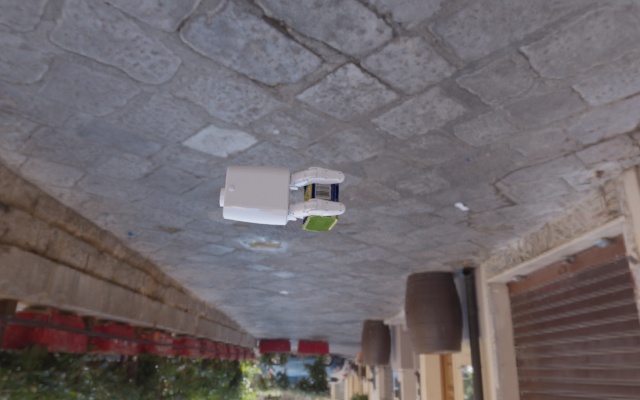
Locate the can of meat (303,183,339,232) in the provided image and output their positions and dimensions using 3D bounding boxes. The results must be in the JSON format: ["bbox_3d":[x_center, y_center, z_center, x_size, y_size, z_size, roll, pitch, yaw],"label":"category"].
[{"bbox_3d":[0.000,0.003,0.837,0.057,0.084,0.102,5,-19,-9],"label":"can of meat"}]
